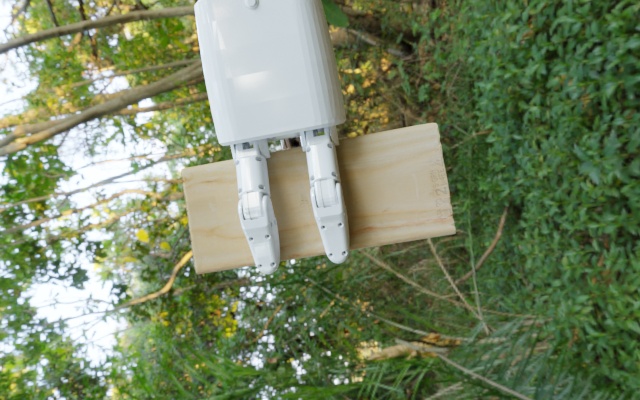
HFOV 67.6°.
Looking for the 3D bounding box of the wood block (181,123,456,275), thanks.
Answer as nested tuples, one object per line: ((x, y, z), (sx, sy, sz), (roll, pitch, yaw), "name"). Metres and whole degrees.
((0.000, 0.001, 0.415), (0.206, 0.090, 0.091), (-9, -3, 6), "wood block")
